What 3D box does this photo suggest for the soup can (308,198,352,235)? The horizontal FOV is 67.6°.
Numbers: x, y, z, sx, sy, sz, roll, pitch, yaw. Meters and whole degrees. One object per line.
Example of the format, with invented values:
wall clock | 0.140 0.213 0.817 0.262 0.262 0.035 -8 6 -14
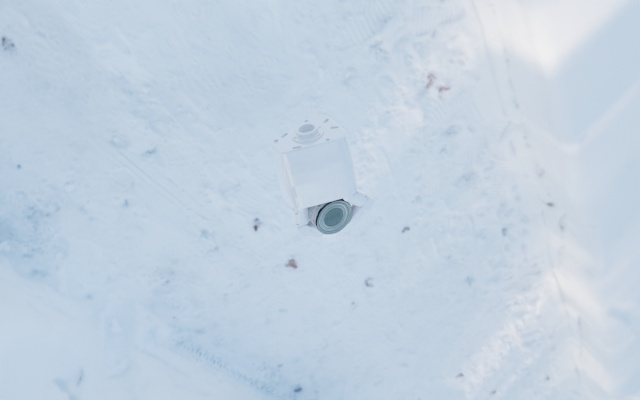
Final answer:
soup can | 0.000 0.003 0.802 0.068 0.068 0.102 0 30 -32
